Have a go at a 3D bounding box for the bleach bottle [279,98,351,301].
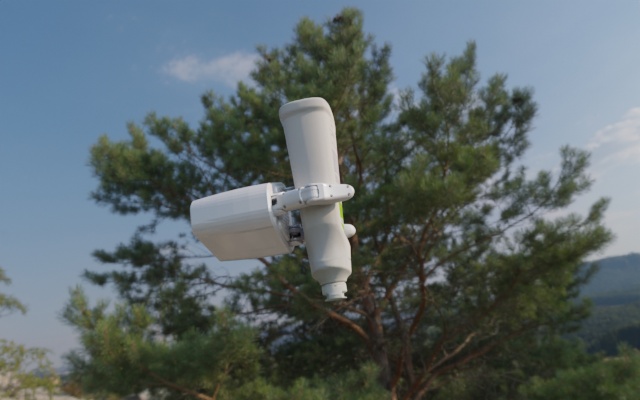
[{"bbox_3d":[0.000,0.002,0.620,0.068,0.250,0.102,-11,-16,9],"label":"bleach bottle"}]
